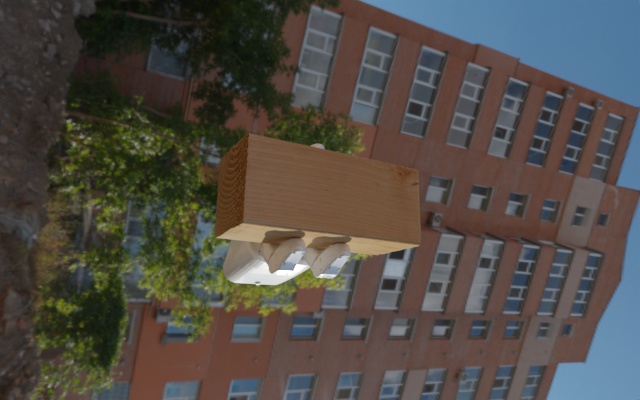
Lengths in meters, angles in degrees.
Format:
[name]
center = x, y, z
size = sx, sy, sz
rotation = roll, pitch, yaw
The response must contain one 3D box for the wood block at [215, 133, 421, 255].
[wood block]
center = 0.000, 0.002, 0.523
size = 0.206, 0.090, 0.090
rotation = 9, -18, -28
